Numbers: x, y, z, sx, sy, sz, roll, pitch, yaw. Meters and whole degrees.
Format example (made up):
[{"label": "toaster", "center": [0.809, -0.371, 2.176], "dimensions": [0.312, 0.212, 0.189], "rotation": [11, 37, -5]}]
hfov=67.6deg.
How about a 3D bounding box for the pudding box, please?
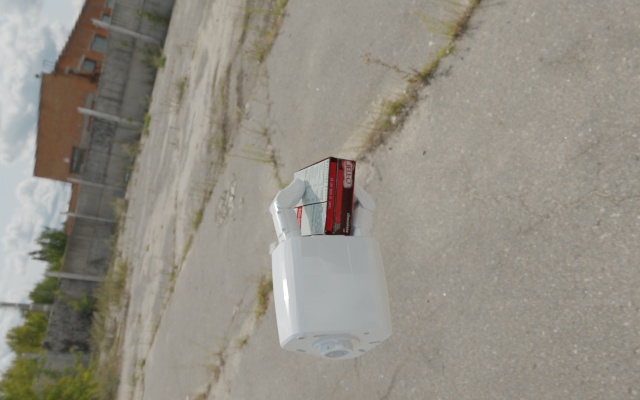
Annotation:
[{"label": "pudding box", "center": [0.000, 0.002, 0.573], "dimensions": [0.039, 0.090, 0.113], "rotation": [9, -10, -25]}]
